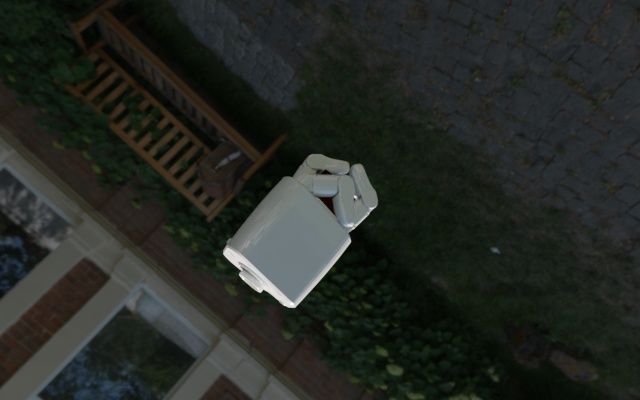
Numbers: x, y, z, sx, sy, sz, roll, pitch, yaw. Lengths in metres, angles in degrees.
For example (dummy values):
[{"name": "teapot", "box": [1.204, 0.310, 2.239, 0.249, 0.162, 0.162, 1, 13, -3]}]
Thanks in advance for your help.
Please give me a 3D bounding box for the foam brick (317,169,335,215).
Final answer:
[{"name": "foam brick", "box": [0.000, 0.002, 0.627, 0.053, 0.051, 0.078, 41, -19, -4]}]
